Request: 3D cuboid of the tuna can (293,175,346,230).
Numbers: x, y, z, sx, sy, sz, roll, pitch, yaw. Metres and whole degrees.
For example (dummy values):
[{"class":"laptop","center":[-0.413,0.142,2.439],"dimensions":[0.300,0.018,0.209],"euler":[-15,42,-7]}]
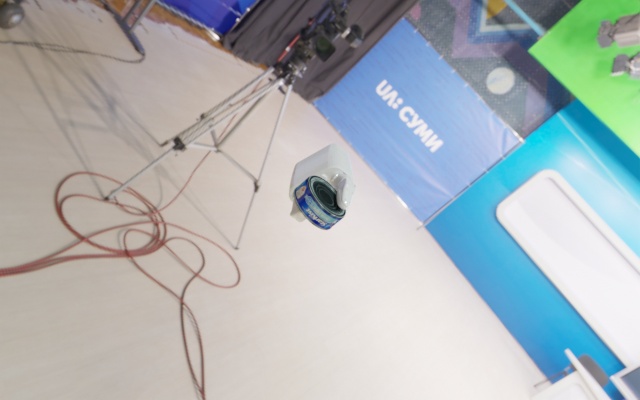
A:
[{"class":"tuna can","center":[0.001,0.002,0.751],"dimensions":[0.034,0.086,0.086],"euler":[-40,-20,25]}]
